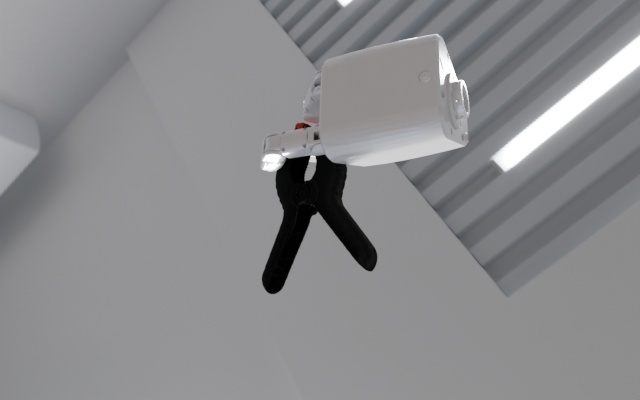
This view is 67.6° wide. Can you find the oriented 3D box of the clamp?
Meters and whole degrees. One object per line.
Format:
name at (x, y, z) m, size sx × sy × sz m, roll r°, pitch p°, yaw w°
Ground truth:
clamp at (0.000, 0.002, 0.456) m, size 0.120 × 0.171 × 0.039 m, roll -7°, pitch -19°, yaw 27°
